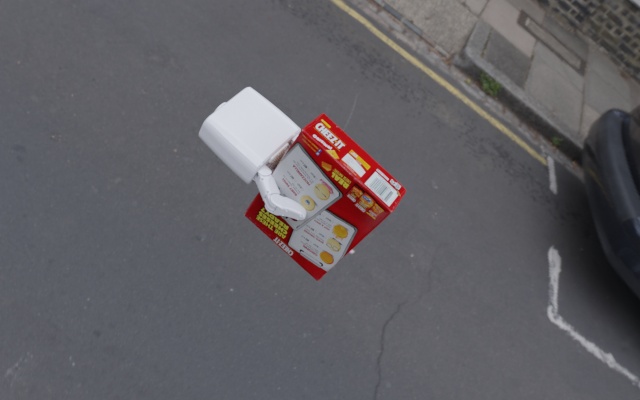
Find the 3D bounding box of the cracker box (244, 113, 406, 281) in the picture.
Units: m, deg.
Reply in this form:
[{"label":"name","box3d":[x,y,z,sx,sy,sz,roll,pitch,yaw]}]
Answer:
[{"label":"cracker box","box3d":[0.000,0.002,0.718,0.072,0.164,0.214,-46,-3,-46]}]
